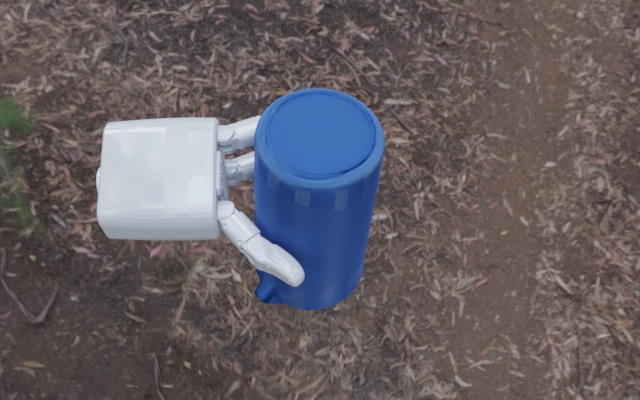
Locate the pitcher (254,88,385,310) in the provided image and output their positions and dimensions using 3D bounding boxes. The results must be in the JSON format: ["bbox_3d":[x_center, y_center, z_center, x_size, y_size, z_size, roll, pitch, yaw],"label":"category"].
[{"bbox_3d":[0.000,0.002,0.490,0.145,0.149,0.243,1,-33,-3],"label":"pitcher"}]
